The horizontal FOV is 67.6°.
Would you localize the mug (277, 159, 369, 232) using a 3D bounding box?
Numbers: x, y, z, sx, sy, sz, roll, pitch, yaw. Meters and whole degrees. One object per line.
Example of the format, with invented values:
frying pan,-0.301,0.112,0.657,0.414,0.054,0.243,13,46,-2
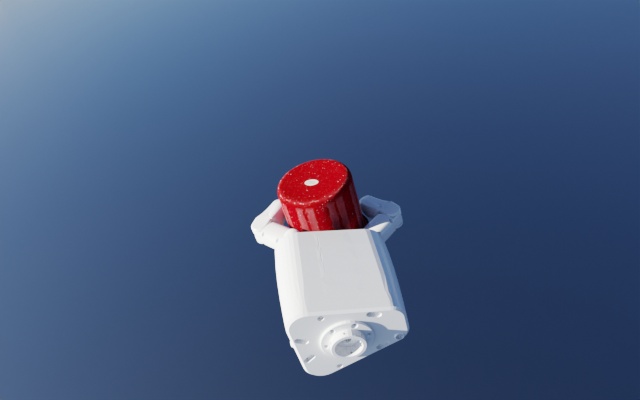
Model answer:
mug,0.000,0.001,0.536,0.093,0.082,0.117,-16,37,2
